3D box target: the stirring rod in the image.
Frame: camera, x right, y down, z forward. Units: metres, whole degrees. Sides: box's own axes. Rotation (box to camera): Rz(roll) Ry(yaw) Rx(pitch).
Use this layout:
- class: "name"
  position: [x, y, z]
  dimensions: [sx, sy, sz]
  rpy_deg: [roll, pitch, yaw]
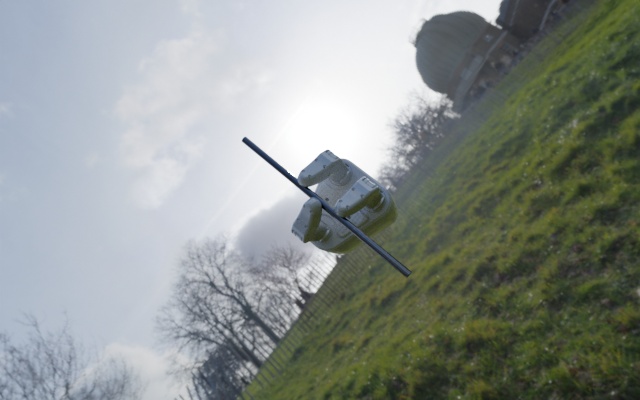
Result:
- class: "stirring rod"
  position: [0.000, 0.002, 0.513]
  dimensions: [0.239, 0.011, 0.011]
  rpy_deg: [39, 15, 19]
